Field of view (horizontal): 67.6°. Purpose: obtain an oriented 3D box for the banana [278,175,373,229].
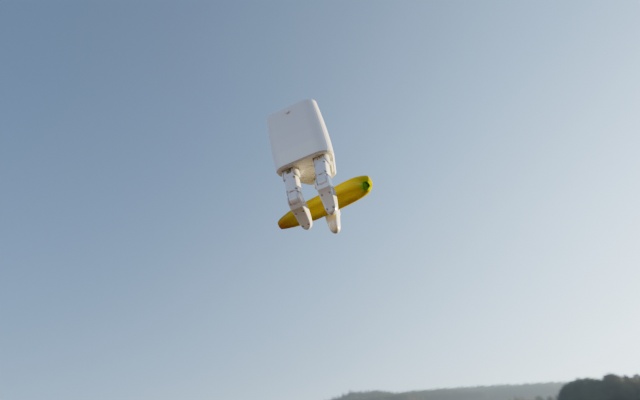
[{"bbox_3d":[0.014,0.000,0.771,0.198,0.037,0.069,-28,-13,37],"label":"banana"}]
